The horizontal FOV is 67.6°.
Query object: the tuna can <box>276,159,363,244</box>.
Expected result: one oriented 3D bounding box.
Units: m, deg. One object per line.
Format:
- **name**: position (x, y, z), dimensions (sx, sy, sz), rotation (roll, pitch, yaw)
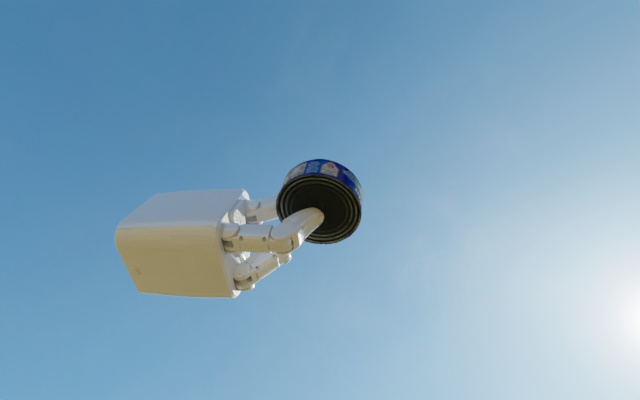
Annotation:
- **tuna can**: position (0.000, 0.001, 0.484), dimensions (0.086, 0.086, 0.033), rotation (0, 36, 11)
